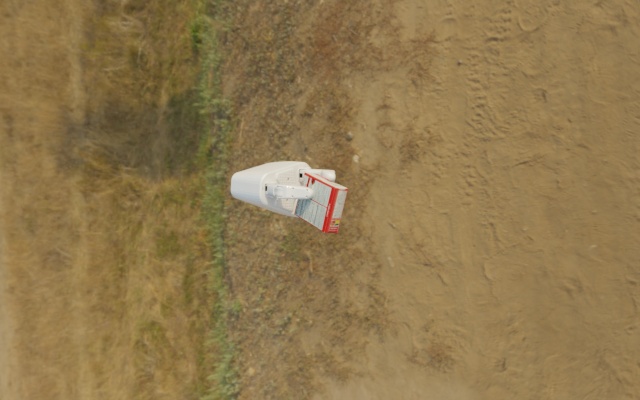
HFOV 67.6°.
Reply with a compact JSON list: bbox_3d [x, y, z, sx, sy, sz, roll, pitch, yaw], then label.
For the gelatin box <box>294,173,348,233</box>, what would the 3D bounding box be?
[{"bbox_3d":[0.000,0.003,0.754,0.030,0.073,0.089,3,16,-38],"label":"gelatin box"}]
